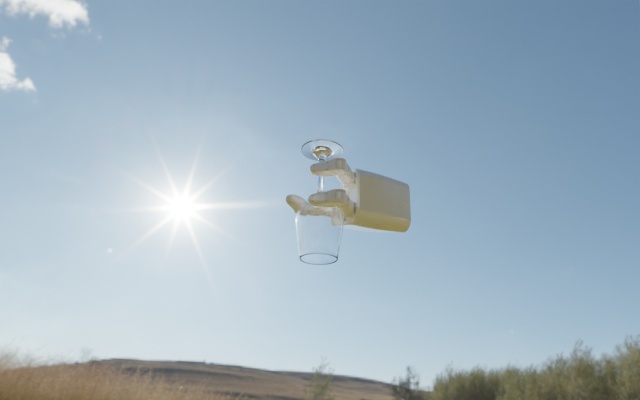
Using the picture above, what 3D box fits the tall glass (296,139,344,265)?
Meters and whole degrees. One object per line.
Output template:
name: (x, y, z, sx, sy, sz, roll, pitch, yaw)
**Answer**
tall glass: (0.000, 0.002, 0.797, 0.079, 0.201, 0.079, 2, -24, 1)
